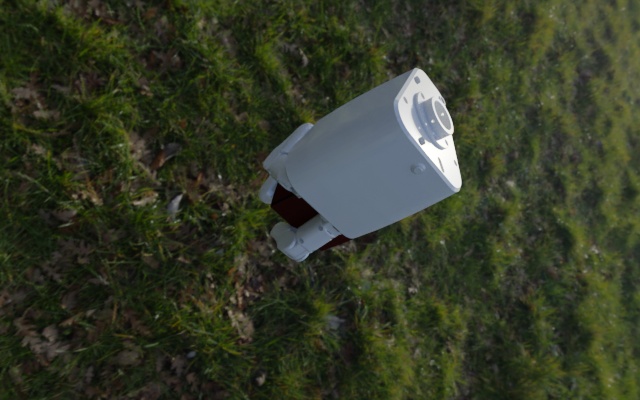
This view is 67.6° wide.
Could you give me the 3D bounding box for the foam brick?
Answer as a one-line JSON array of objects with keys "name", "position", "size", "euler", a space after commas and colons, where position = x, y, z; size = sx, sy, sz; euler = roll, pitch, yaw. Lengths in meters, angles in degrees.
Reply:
[{"name": "foam brick", "position": [0.000, 0.002, 0.458], "size": [0.051, 0.053, 0.078], "euler": [-25, -54, 34]}]
